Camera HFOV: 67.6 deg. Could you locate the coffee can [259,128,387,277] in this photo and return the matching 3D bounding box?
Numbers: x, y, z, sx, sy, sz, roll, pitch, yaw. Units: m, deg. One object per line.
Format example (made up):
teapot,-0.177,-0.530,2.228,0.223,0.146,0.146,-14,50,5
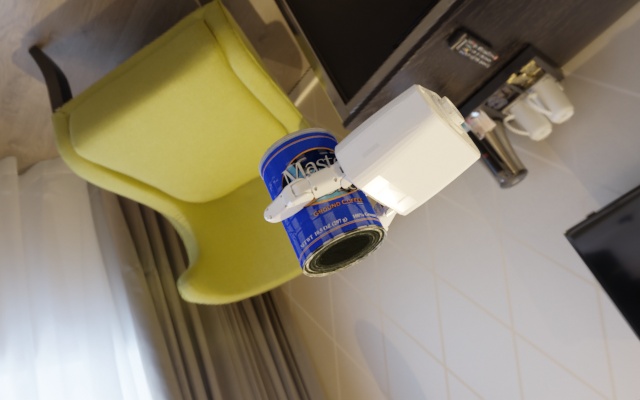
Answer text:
coffee can,0.000,0.002,0.553,0.103,0.140,0.103,-21,-26,-11
